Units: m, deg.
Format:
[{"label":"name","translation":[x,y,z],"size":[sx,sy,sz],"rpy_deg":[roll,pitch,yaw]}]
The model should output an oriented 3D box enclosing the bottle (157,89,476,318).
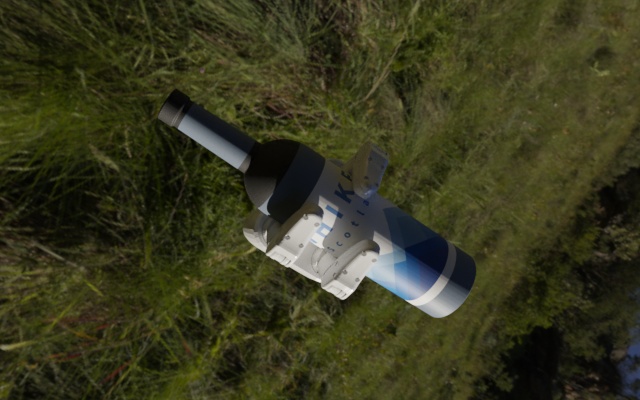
[{"label":"bottle","translation":[0.000,0.001,0.407],"size":[0.296,0.069,0.069],"rpy_deg":[33,-9,-14]}]
